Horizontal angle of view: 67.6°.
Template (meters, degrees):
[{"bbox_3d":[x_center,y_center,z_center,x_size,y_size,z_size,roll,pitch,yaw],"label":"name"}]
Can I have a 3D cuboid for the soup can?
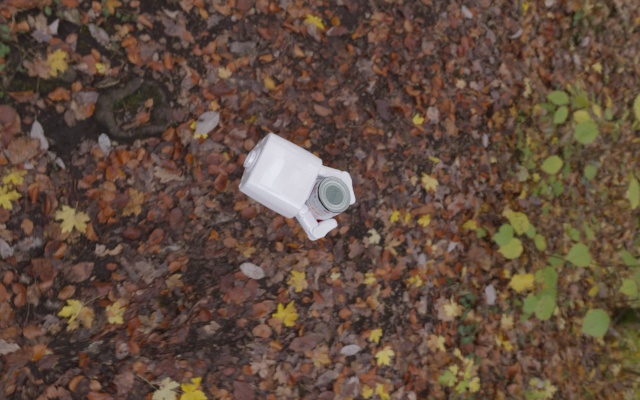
[{"bbox_3d":[0.001,0.003,0.859,0.068,0.068,0.102,0,-16,-31],"label":"soup can"}]
